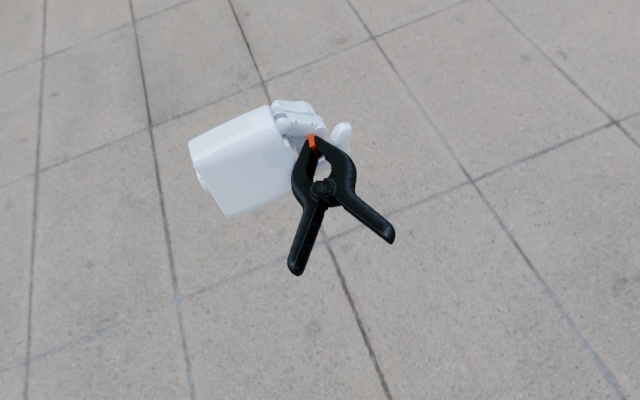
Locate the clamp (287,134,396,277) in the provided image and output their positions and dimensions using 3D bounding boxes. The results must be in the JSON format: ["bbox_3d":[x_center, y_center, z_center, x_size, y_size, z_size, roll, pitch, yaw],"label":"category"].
[{"bbox_3d":[0.000,0.001,0.540,0.120,0.171,0.039,-24,-36,2],"label":"clamp"}]
